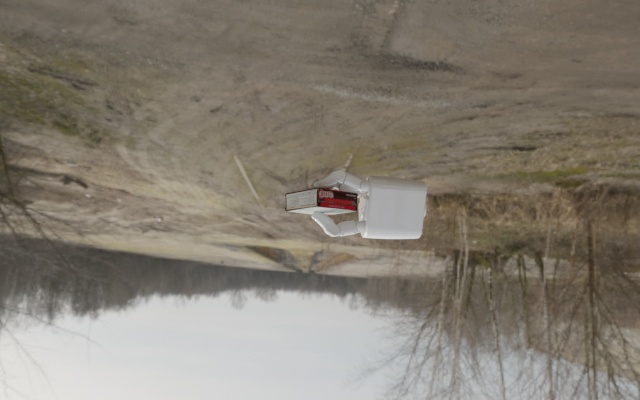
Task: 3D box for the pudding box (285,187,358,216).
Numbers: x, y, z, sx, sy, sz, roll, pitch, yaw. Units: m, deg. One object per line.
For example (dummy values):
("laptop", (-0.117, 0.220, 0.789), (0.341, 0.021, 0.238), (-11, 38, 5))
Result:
("pudding box", (0.000, 0.003, 0.877), (0.090, 0.039, 0.113), (8, -12, -34))
